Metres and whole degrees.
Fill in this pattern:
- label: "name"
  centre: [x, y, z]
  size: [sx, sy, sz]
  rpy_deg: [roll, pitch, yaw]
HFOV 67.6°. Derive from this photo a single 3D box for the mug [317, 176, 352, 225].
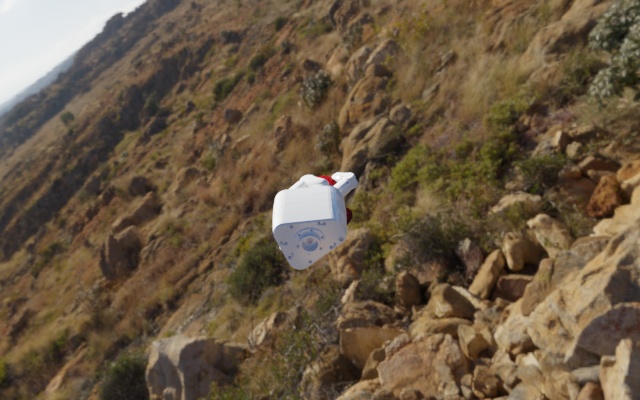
- label: "mug"
  centre: [0.000, 0.002, 0.879]
  size: [0.093, 0.081, 0.117]
  rpy_deg: [-21, 27, 9]
